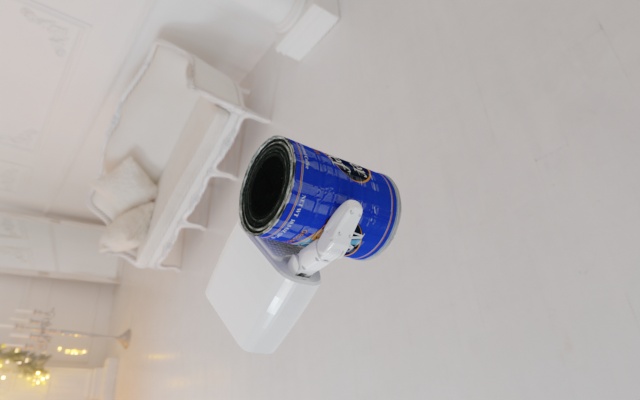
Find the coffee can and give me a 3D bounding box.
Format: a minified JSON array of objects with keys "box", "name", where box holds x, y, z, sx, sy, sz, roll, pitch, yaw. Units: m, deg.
[{"box":[0.000,0.002,0.505,0.140,0.103,0.103,17,-10,-34],"name":"coffee can"}]
